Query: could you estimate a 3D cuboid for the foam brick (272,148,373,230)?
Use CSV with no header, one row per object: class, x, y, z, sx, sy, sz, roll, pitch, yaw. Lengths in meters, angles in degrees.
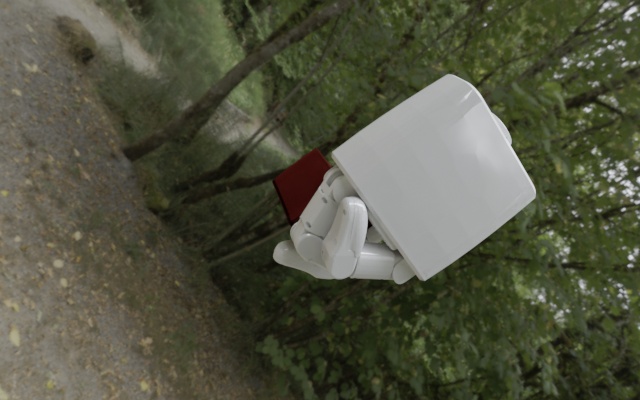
foam brick,0.000,0.001,0.408,0.051,0.053,0.078,-38,33,6
